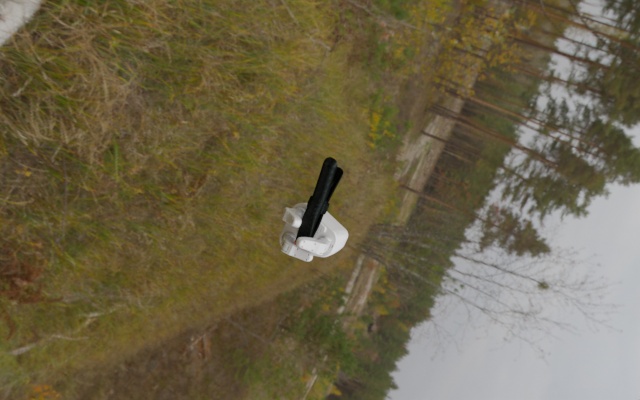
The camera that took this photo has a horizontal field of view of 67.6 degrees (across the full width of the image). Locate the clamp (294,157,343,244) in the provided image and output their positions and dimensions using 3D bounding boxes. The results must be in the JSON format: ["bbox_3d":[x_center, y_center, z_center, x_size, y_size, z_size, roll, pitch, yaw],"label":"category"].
[{"bbox_3d":[0.001,0.003,0.881,0.039,0.171,0.120,26,8,16],"label":"clamp"}]
